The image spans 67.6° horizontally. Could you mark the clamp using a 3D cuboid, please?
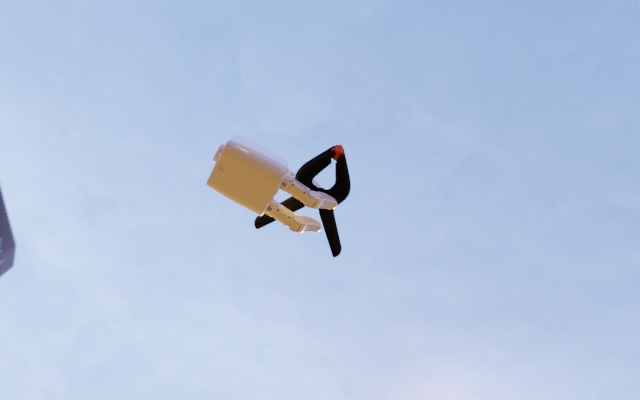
[{"bbox_3d":[0.000,0.002,0.818,0.164,0.210,0.036,26,29,-12],"label":"clamp"}]
